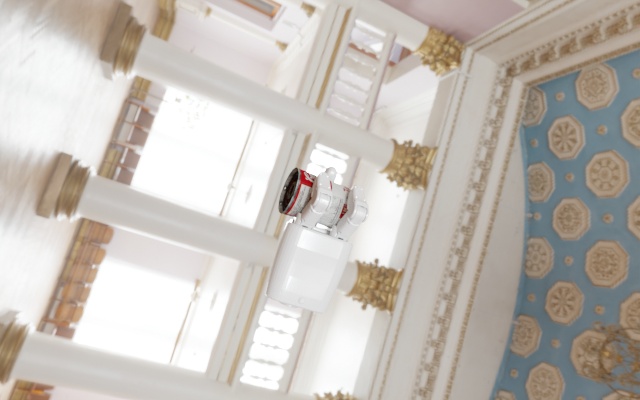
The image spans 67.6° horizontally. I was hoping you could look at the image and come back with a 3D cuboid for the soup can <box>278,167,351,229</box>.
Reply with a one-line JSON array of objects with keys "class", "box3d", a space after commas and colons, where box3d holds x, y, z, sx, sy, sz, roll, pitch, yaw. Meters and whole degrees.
[{"class": "soup can", "box3d": [0.000, 0.002, 0.680, 0.102, 0.068, 0.068, 20, -7, -19]}]
